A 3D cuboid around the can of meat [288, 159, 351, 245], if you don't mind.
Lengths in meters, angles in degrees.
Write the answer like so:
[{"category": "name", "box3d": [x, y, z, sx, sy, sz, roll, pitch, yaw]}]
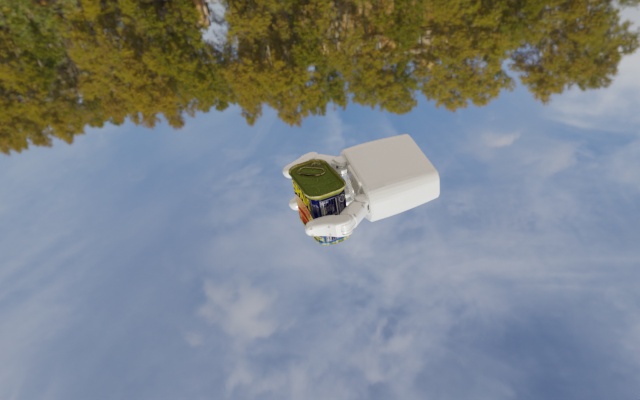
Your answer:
[{"category": "can of meat", "box3d": [0.000, 0.003, 0.665, 0.057, 0.084, 0.102, -19, 33, -14]}]
